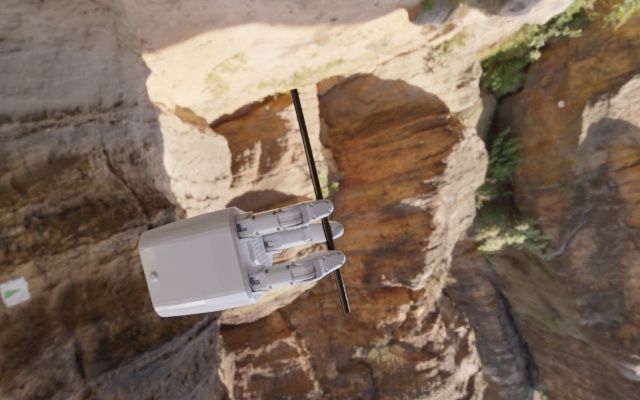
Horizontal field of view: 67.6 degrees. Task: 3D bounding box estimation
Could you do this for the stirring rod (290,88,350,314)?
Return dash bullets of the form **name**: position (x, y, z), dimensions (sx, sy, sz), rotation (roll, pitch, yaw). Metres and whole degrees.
- **stirring rod**: position (0.000, 0.002, 0.501), dimensions (0.011, 0.239, 0.011), rotation (-13, 3, 1)
